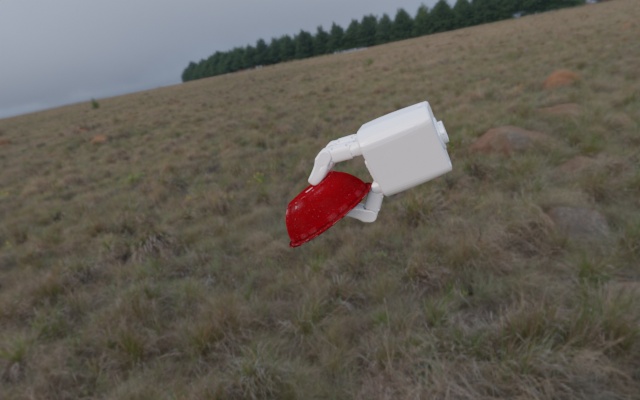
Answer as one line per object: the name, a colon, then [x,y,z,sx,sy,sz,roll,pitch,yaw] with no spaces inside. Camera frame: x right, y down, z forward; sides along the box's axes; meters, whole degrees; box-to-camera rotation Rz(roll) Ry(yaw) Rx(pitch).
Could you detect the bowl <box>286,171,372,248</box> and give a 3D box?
bowl: [-0.001,0.003,0.745,0.162,0.055,0.162,-37,7,6]
